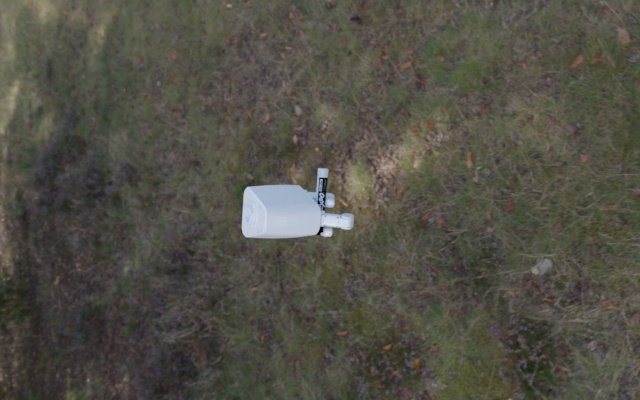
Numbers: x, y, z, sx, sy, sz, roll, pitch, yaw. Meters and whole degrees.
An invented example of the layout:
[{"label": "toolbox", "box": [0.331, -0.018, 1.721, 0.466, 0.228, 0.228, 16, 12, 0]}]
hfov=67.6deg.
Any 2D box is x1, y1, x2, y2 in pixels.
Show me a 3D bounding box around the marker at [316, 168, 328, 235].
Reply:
[{"label": "marker", "box": [0.000, 0.003, 0.860, 0.020, 0.121, 0.020, 5, 8, -1]}]
